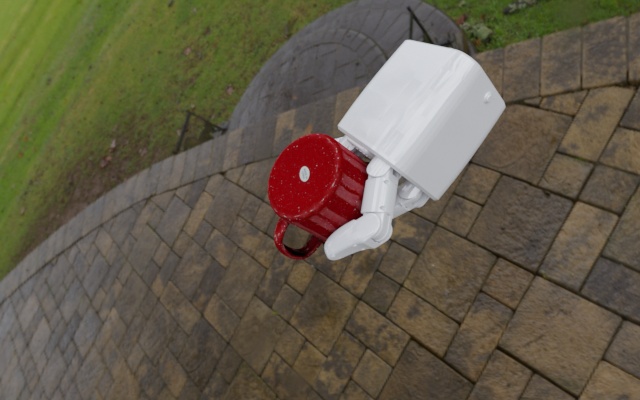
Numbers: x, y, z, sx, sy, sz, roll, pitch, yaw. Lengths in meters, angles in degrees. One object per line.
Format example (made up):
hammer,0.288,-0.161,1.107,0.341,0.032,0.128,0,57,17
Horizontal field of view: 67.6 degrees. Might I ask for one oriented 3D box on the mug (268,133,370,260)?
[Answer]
mug,-0.001,0.002,0.431,0.081,0.117,0.093,30,9,-47
